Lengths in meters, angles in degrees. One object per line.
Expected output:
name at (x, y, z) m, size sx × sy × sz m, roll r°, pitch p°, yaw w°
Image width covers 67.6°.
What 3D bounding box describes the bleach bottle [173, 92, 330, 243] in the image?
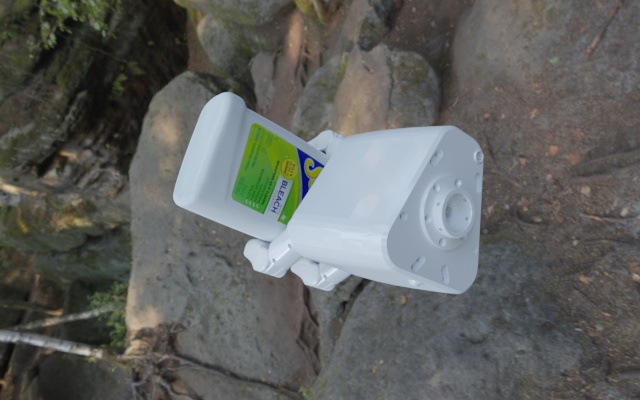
bleach bottle at (0.000, 0.002, 0.446) m, size 0.251 × 0.102 × 0.068 m, roll 23°, pitch -13°, yaw -32°
